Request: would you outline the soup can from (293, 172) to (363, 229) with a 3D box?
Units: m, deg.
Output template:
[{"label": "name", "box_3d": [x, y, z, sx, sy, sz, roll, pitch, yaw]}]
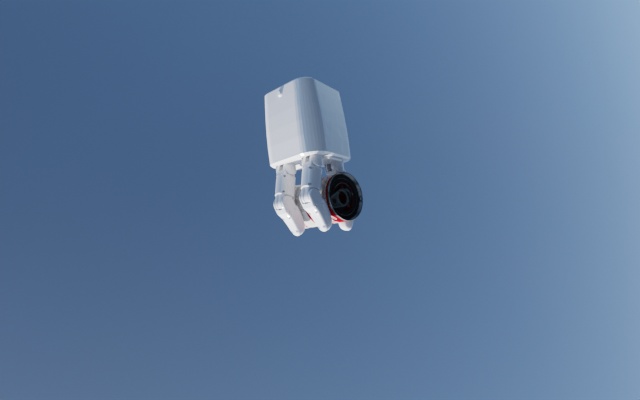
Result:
[{"label": "soup can", "box_3d": [0.000, 0.003, 0.682, 0.068, 0.068, 0.102, 0, -9, -45]}]
